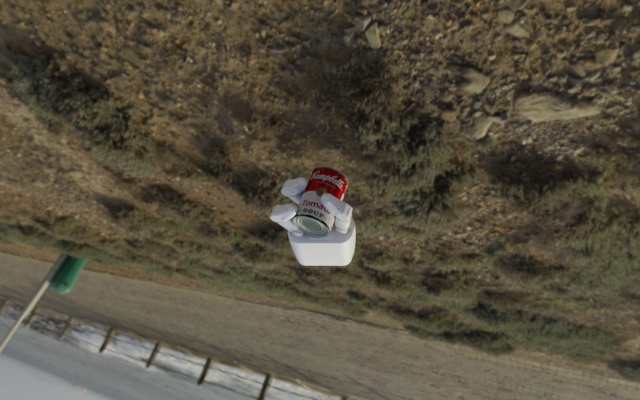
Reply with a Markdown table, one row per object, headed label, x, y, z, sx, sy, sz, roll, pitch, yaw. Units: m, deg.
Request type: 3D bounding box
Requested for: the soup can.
| label | x | y | z | sx | sy | sz | roll | pitch | yaw |
| --- | --- | --- | --- | --- | --- | --- | --- | --- | --- |
| soup can | 0.000 | 0.003 | 0.811 | 0.068 | 0.102 | 0.068 | 17 | -29 | 10 |
